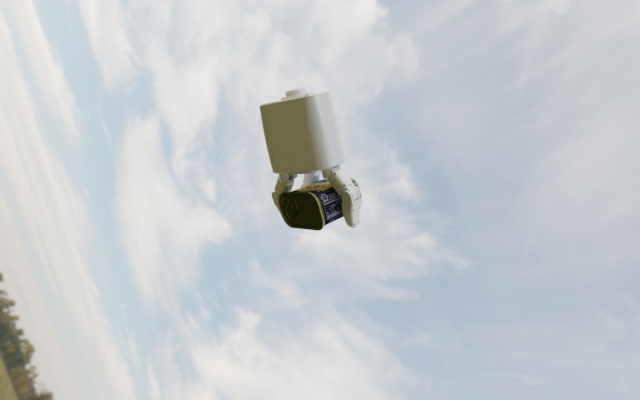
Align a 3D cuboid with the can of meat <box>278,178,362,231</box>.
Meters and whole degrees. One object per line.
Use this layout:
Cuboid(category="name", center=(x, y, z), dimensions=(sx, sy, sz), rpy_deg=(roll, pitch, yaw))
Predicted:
Cuboid(category="can of meat", center=(0.000, 0.002, 0.721), dimensions=(0.084, 0.057, 0.102), rpy_deg=(-23, 15, -35))
